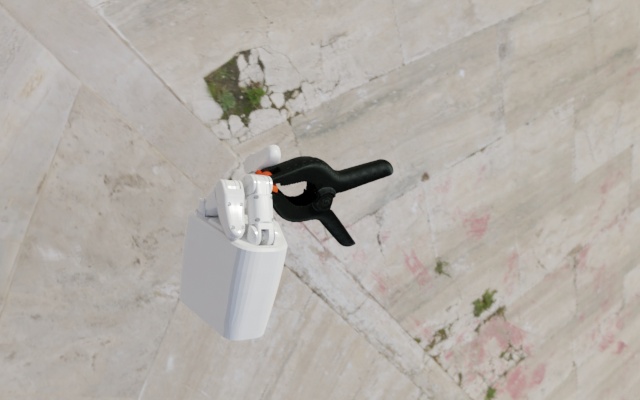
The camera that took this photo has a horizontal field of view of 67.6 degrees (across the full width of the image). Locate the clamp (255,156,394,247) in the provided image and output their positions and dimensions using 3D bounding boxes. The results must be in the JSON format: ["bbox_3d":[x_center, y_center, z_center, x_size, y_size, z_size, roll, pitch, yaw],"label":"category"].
[{"bbox_3d":[0.000,0.002,0.554,0.171,0.120,0.039,4,21,-31],"label":"clamp"}]
